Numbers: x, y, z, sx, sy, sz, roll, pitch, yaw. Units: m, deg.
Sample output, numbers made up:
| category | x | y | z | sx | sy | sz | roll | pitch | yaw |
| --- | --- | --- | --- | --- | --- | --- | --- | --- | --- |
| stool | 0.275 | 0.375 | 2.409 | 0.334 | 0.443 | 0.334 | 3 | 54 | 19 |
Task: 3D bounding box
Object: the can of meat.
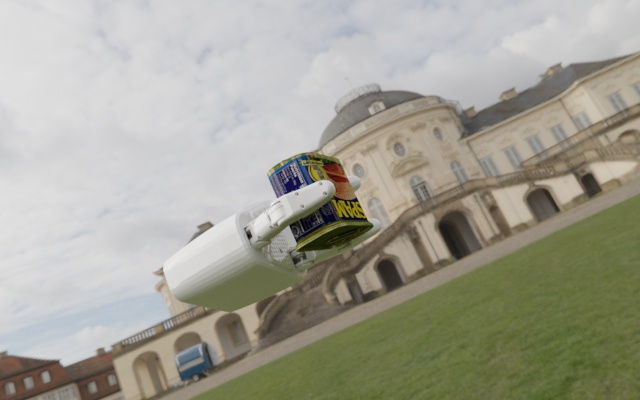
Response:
| category | x | y | z | sx | sy | sz | roll | pitch | yaw |
| --- | --- | --- | --- | --- | --- | --- | --- | --- | --- |
| can of meat | 0.000 | 0.001 | 0.486 | 0.057 | 0.084 | 0.102 | -31 | -16 | 23 |
